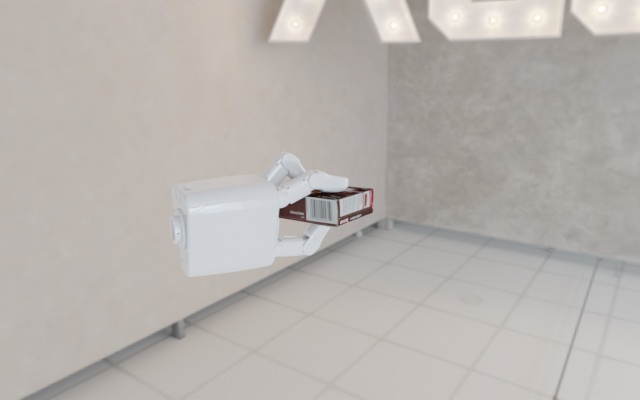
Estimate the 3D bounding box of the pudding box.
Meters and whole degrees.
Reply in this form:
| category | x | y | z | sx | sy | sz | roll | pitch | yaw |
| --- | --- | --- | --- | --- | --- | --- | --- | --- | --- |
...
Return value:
| category | x | y | z | sx | sy | sz | roll | pitch | yaw |
| --- | --- | --- | --- | --- | --- | --- | --- | --- | --- |
| pudding box | 0.000 | 0.002 | 0.631 | 0.113 | 0.039 | 0.090 | 9 | 16 | 34 |
